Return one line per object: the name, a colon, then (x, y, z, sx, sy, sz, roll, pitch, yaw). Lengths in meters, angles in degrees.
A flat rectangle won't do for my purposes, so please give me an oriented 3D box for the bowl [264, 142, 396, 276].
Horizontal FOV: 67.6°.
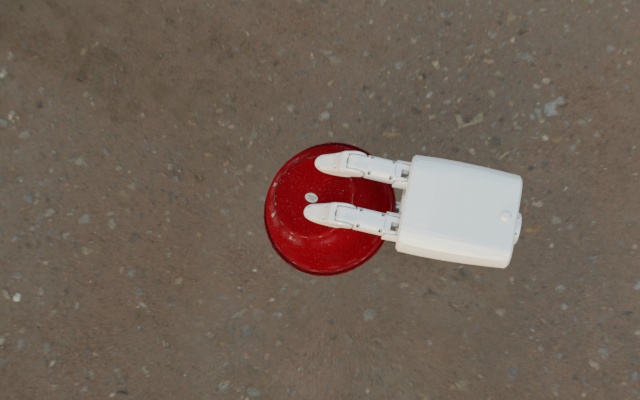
bowl: (-0.001, 0.002, 0.538, 0.162, 0.162, 0.055, 0, -14, 19)
